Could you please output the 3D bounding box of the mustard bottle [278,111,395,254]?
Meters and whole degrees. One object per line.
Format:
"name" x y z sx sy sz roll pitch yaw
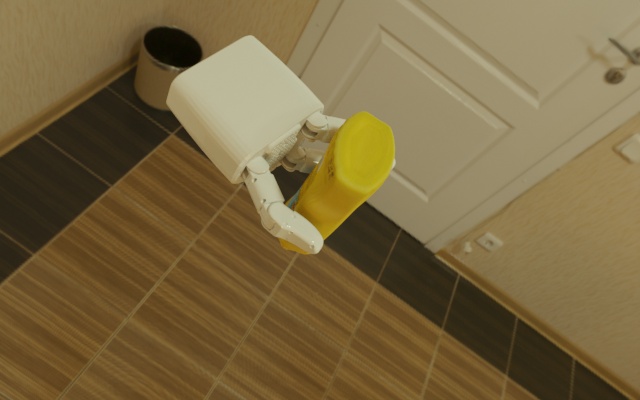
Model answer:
"mustard bottle" 0.000 0.002 0.484 0.058 0.096 0.192 29 -40 -10
